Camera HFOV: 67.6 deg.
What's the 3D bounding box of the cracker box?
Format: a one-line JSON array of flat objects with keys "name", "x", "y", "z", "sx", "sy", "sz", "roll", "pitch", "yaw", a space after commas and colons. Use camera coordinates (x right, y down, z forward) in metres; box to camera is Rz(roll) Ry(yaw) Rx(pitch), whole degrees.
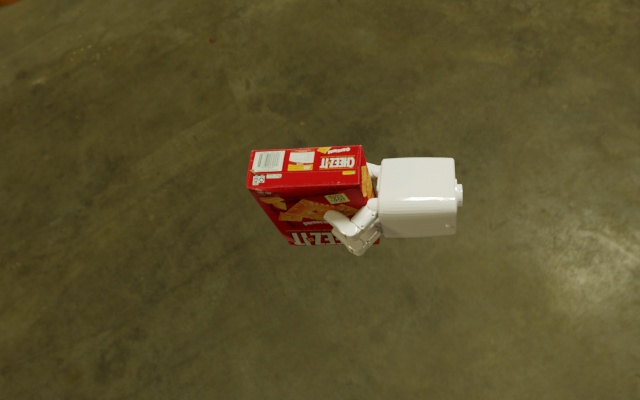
[{"name": "cracker box", "x": 0.000, "y": 0.002, "z": 0.741, "sx": 0.164, "sy": 0.072, "sz": 0.214, "roll": -1, "pitch": -28, "yaw": 14}]
